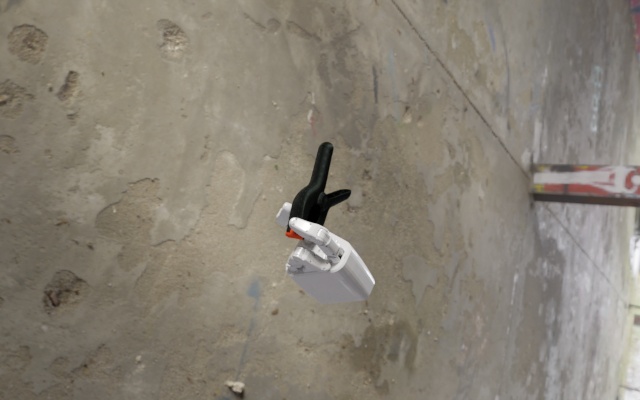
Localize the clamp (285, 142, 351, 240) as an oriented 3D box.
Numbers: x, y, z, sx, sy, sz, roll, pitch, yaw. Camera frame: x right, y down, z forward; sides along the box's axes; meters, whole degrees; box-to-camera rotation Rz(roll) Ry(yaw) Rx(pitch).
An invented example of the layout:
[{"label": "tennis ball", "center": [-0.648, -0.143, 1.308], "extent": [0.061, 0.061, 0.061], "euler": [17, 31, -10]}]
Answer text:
[{"label": "clamp", "center": [0.000, 0.003, 0.784], "extent": [0.039, 0.171, 0.120], "euler": [4, -35, 40]}]
